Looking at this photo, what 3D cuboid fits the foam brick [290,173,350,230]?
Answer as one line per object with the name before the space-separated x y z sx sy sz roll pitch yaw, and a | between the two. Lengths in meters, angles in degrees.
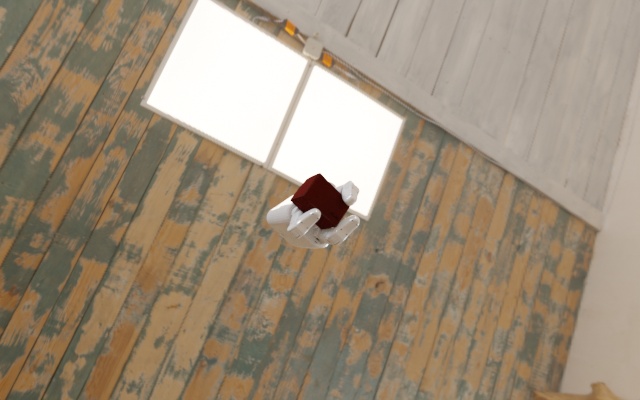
foam brick | 0.000 0.002 0.781 0.078 0.053 0.051 45 -25 -17
